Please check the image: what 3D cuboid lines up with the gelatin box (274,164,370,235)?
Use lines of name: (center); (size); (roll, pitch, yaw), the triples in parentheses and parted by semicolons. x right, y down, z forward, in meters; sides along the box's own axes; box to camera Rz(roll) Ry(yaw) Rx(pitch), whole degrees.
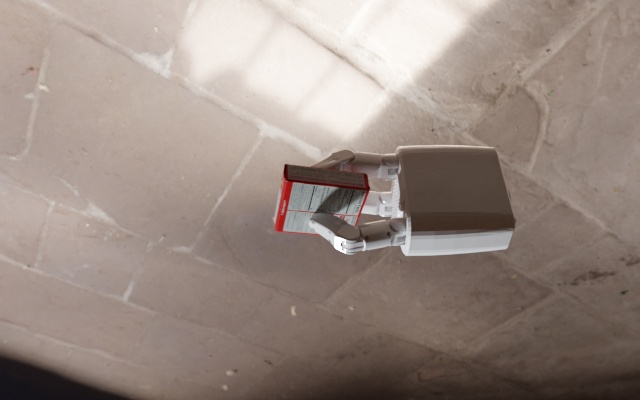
gelatin box: (0.000, 0.002, 0.503); (0.089, 0.073, 0.030); (5, 42, -12)
